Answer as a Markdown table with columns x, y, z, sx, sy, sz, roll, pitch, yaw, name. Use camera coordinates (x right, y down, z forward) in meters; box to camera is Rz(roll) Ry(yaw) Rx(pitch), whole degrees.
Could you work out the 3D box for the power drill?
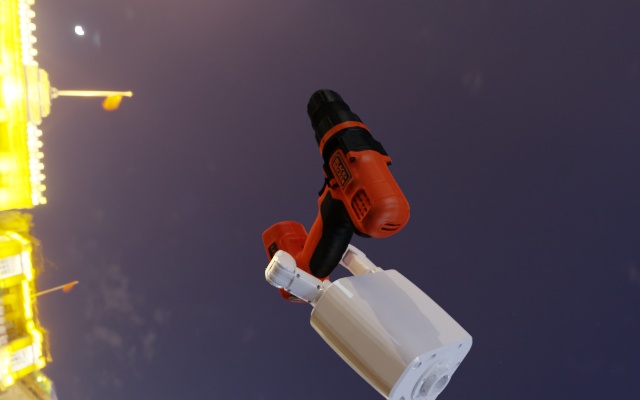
| x | y | z | sx | sy | sz | roll | pitch | yaw | name |
| --- | --- | --- | --- | --- | --- | --- | --- | --- | --- |
| 0.000 | 0.002 | 0.497 | 0.057 | 0.184 | 0.188 | 4 | -45 | -30 | power drill |
